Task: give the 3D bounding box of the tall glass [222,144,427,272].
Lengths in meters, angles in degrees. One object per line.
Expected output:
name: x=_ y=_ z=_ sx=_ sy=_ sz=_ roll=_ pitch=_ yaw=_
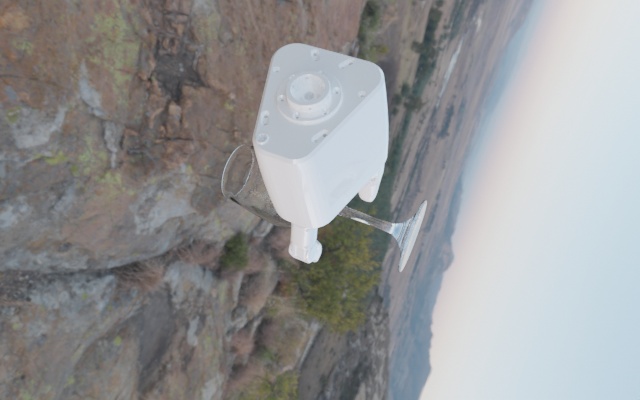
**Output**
tall glass: x=0.001 y=0.002 z=0.488 sx=0.201 sy=0.079 sz=0.079 roll=20 pitch=6 yaw=16
